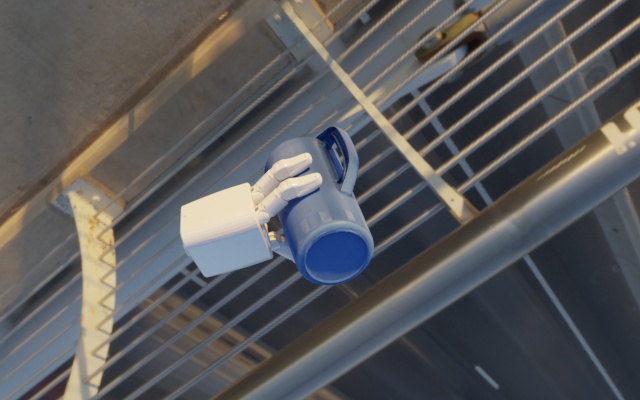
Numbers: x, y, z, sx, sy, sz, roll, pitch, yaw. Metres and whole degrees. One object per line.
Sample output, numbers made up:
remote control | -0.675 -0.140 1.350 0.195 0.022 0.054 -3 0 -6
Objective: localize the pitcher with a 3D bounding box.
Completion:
pitcher | 0.000 0.002 0.718 0.145 0.149 0.242 -16 35 -5
